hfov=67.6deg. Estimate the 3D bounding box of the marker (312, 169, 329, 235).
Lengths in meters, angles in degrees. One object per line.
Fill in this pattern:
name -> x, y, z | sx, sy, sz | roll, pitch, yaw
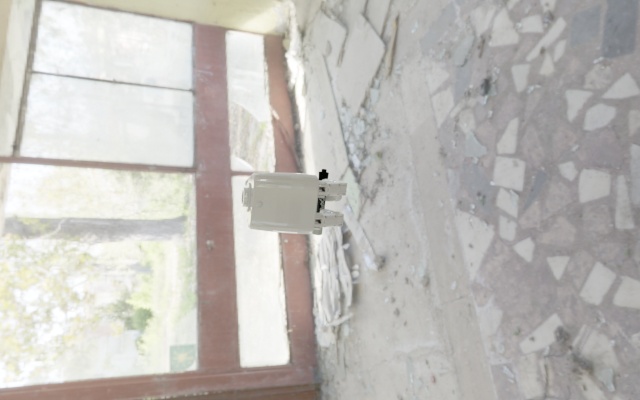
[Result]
marker -> 0.000, 0.003, 0.868 | 0.020, 0.121, 0.020 | 6, 10, -1
